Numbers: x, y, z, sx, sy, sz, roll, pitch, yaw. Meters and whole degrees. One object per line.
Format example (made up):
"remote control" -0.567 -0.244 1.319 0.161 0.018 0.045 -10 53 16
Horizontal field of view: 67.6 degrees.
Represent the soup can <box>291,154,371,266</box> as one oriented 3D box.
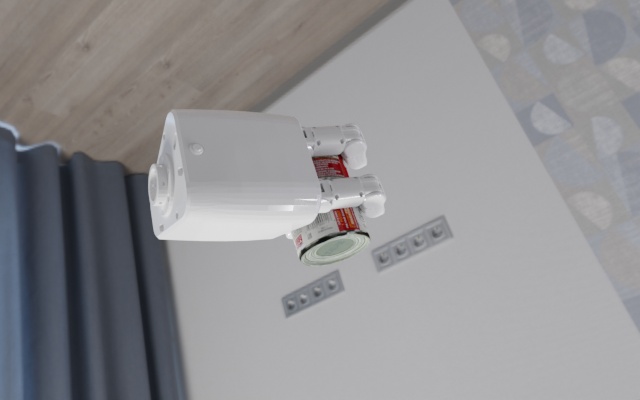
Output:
"soup can" 0.001 0.002 0.444 0.068 0.102 0.068 -14 -26 -7
